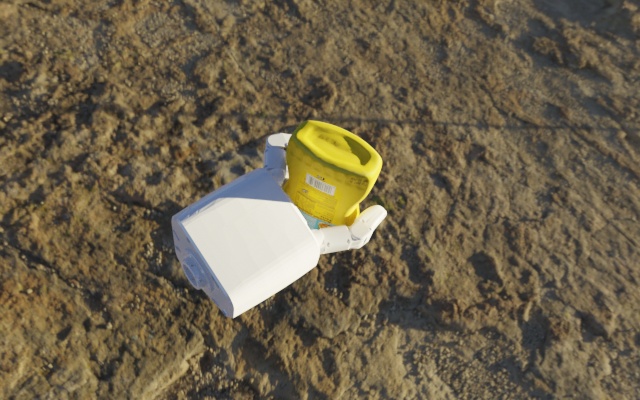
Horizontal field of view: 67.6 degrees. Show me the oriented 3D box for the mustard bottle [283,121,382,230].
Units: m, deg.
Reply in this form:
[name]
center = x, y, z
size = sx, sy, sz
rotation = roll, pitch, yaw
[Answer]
[mustard bottle]
center = 0.000, 0.001, 0.547
size = 0.096, 0.058, 0.192
rotation = 26, -37, 7
